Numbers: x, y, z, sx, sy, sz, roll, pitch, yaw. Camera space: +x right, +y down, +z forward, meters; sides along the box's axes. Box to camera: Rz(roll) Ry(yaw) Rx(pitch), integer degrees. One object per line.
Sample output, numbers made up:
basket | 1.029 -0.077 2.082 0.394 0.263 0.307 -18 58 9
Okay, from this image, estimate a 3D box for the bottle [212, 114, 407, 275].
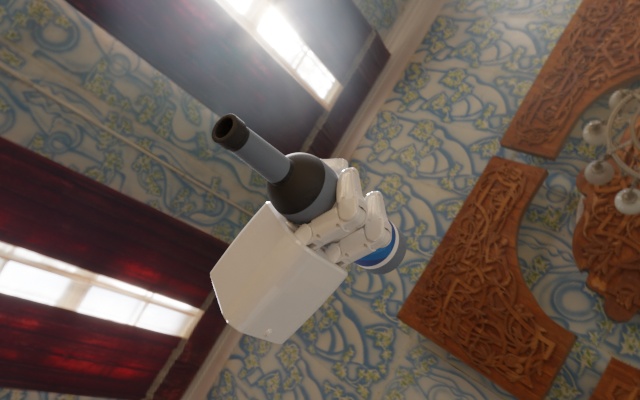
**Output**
bottle | 0.000 0.002 0.494 0.069 0.069 0.296 0 -24 35
